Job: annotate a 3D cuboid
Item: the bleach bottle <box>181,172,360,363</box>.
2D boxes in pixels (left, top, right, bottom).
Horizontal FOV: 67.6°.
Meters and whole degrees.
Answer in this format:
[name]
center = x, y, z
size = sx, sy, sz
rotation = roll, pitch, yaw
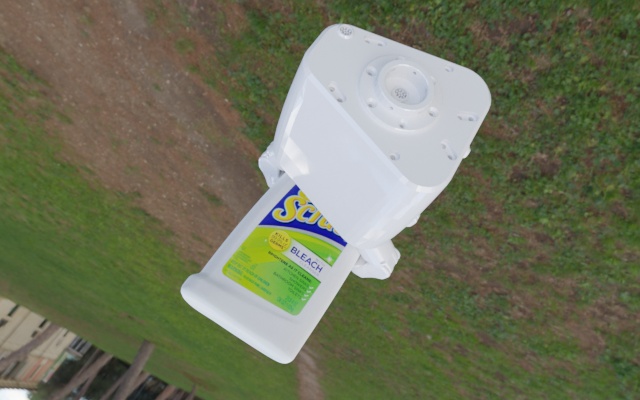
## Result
[bleach bottle]
center = 0.000, 0.001, 0.404
size = 0.102, 0.250, 0.068
rotation = 33, -24, 2
